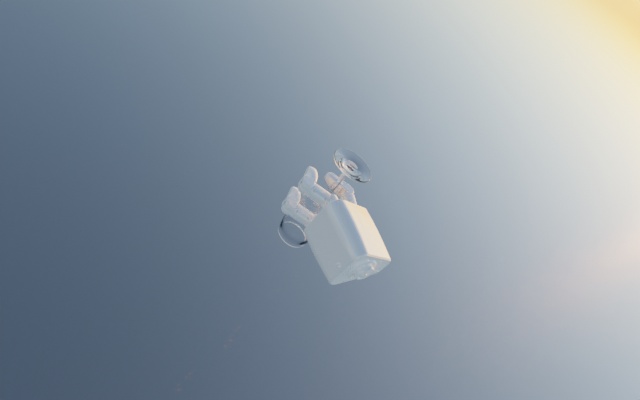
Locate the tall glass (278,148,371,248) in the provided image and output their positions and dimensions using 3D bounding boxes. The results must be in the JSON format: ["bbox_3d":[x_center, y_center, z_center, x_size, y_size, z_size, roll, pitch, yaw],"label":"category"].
[{"bbox_3d":[0.000,0.002,0.840,0.079,0.079,0.201,0,-37,-42],"label":"tall glass"}]
